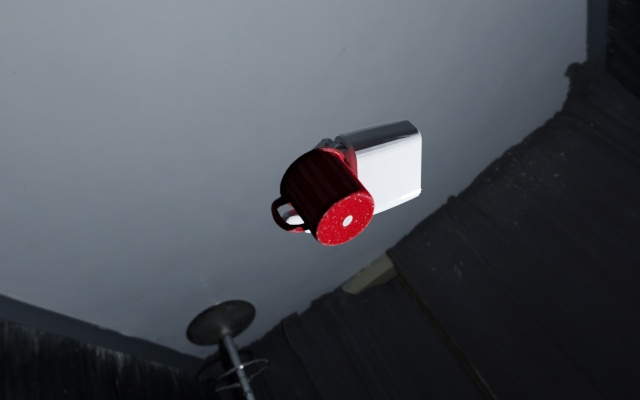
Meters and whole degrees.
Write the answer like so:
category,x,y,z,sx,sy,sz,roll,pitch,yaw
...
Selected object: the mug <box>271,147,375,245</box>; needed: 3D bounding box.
category,x,y,z,sx,sy,sz,roll,pitch,yaw
mug,-0.001,0.002,0.558,0.117,0.093,0.081,-20,49,-20
